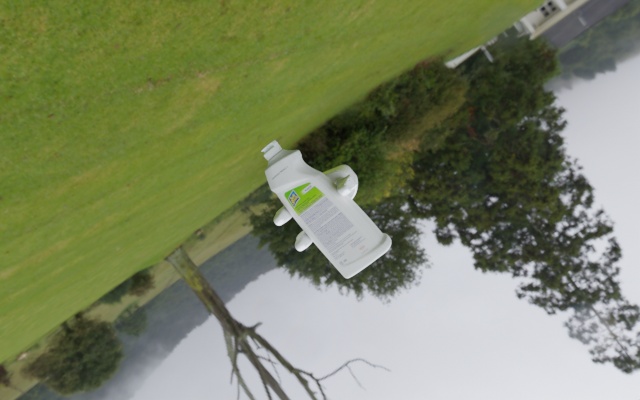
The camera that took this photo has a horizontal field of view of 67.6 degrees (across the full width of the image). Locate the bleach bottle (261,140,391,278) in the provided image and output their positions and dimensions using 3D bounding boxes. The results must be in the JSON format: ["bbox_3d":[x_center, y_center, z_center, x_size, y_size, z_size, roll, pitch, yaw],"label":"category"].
[{"bbox_3d":[0.000,0.003,0.783,0.102,0.251,0.068,-38,5,13],"label":"bleach bottle"}]
